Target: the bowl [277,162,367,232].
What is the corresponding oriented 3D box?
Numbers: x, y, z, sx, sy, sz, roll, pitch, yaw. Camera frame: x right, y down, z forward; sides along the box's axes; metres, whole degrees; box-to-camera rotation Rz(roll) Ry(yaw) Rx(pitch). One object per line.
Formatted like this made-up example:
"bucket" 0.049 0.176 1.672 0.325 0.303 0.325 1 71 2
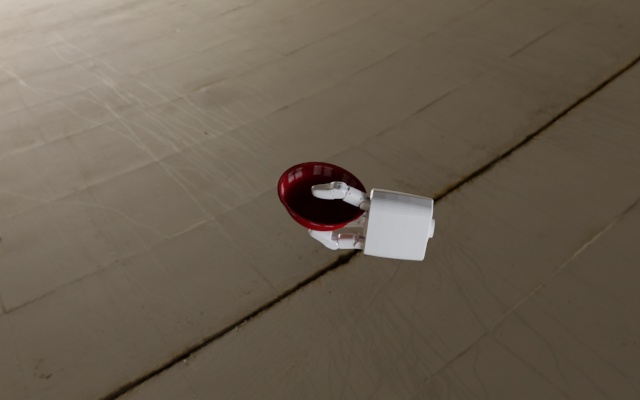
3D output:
"bowl" -0.001 0.003 0.853 0.162 0.162 0.055 0 -44 -15
